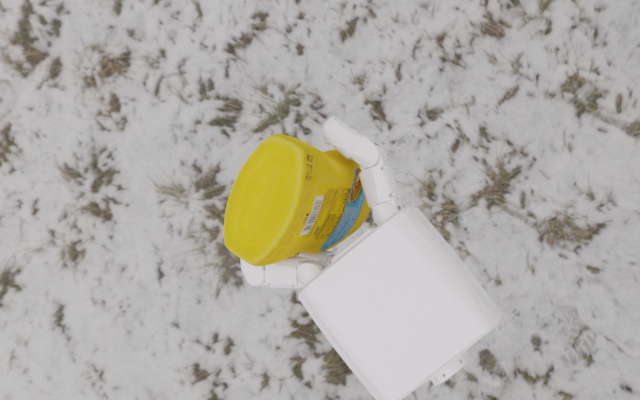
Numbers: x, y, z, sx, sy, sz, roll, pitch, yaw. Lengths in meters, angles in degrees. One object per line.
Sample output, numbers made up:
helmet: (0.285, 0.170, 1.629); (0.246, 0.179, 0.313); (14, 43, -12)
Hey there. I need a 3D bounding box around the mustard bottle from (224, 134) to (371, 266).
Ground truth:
mustard bottle: (0.000, 0.001, 0.419); (0.058, 0.096, 0.191); (27, 11, 24)
